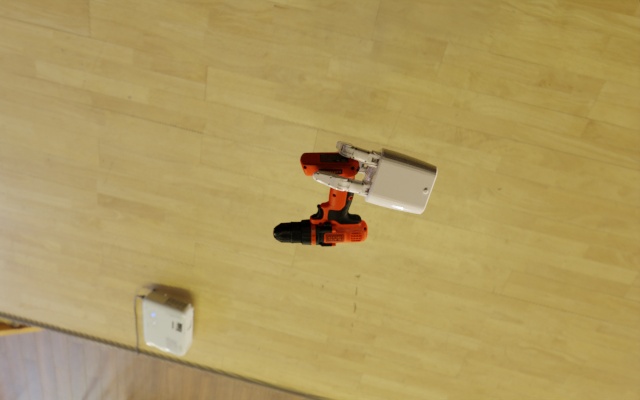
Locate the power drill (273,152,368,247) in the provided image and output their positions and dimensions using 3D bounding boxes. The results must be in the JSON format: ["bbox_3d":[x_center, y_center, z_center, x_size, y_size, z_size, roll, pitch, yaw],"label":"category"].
[{"bbox_3d":[0.000,0.003,0.897,0.184,0.188,0.057,-2,33,-4],"label":"power drill"}]
